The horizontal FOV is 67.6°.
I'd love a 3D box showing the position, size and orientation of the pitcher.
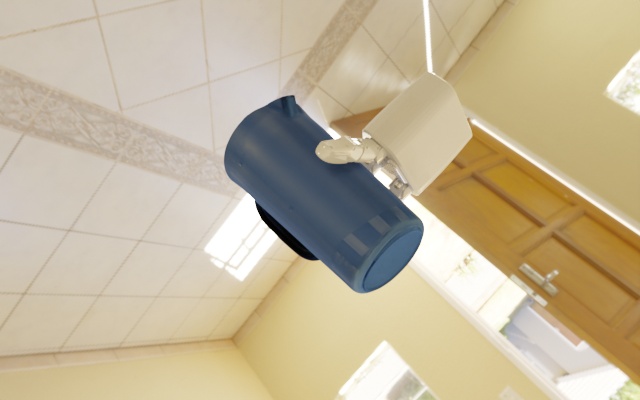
[{"bbox_3d":[0.000,0.002,0.580,0.242,0.145,0.149,43,-3,30],"label":"pitcher"}]
